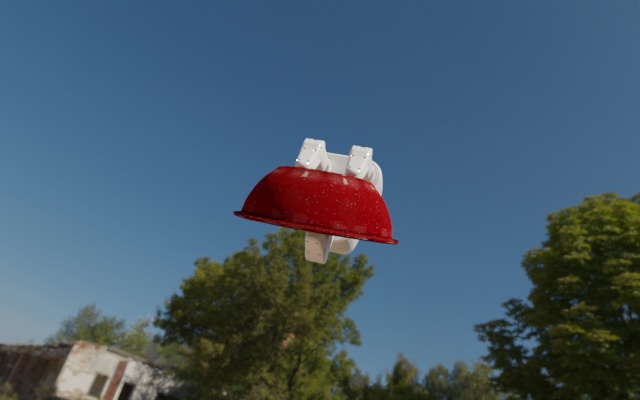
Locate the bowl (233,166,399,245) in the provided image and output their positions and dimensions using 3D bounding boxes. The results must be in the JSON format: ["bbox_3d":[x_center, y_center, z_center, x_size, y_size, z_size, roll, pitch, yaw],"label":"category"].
[{"bbox_3d":[0.000,0.001,0.462,0.162,0.055,0.162,10,-1,0],"label":"bowl"}]
